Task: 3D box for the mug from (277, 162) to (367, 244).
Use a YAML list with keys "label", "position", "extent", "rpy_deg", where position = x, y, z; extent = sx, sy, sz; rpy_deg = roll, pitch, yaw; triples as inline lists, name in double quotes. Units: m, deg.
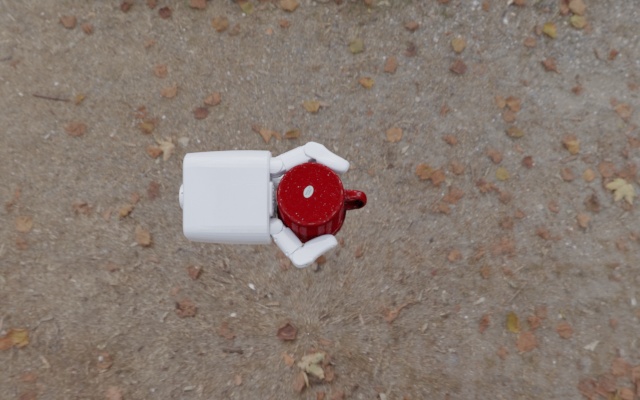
- label: "mug"
  position: [0.002, 0.002, 0.599]
  extent: [0.117, 0.093, 0.081]
  rpy_deg: [-1, -16, 0]
